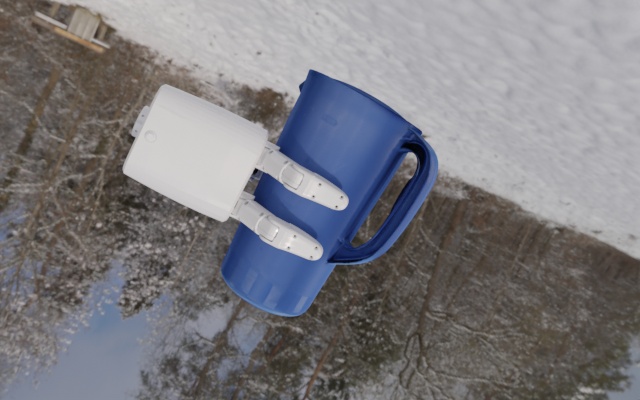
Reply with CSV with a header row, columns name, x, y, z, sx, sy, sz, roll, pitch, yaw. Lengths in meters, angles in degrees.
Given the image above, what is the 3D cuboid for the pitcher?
name,x,y,z,sx,sy,sz,roll,pitch,yaw
pitcher,0.000,0.002,0.503,0.145,0.243,0.149,26,10,-15
